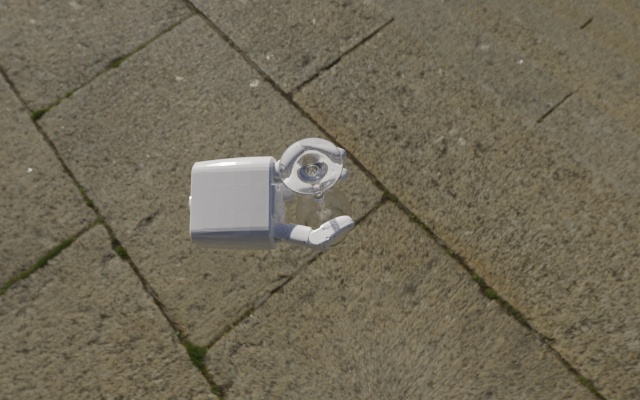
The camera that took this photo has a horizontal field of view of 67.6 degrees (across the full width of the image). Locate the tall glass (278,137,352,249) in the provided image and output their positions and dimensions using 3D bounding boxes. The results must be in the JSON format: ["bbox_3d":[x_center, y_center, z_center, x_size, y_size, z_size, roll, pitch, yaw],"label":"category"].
[{"bbox_3d":[0.000,0.002,0.628,0.079,0.079,0.201,0,-25,8],"label":"tall glass"}]
